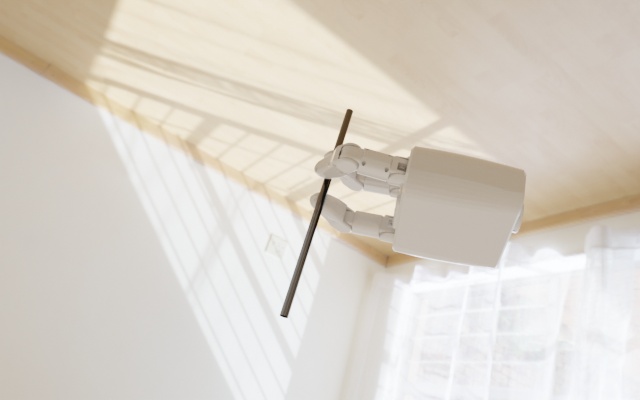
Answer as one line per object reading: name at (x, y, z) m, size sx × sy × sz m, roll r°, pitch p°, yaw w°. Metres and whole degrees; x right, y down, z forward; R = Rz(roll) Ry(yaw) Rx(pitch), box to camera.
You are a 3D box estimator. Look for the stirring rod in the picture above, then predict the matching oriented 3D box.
stirring rod at (0.000, 0.001, 0.479) m, size 0.011 × 0.239 × 0.011 m, roll 14°, pitch -28°, yaw 7°
